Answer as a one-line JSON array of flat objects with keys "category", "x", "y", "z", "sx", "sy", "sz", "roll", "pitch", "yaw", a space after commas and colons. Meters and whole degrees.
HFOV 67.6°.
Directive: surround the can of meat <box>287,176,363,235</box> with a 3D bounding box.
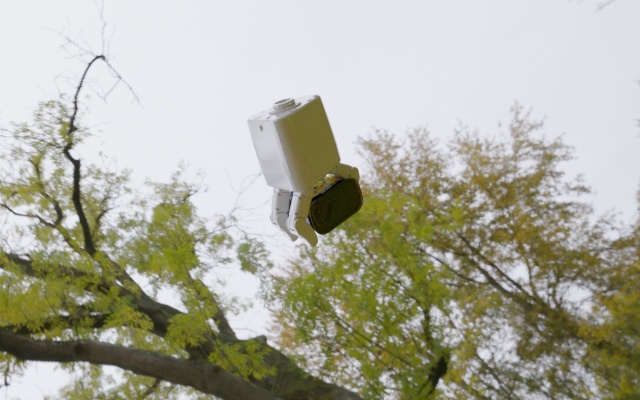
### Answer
[{"category": "can of meat", "x": 0.000, "y": 0.002, "z": 0.740, "sx": 0.102, "sy": 0.057, "sz": 0.084, "roll": -35, "pitch": 28, "yaw": -29}]
